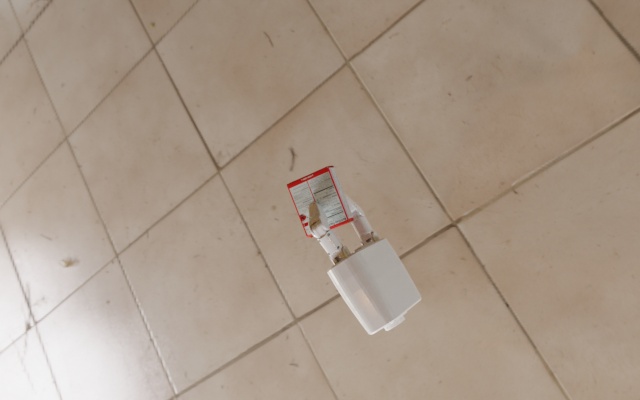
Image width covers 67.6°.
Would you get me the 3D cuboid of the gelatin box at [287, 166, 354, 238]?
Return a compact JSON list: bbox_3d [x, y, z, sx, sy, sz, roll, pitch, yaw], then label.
[{"bbox_3d":[0.000,0.002,0.713,0.073,0.089,0.030,-23,-3,21],"label":"gelatin box"}]
